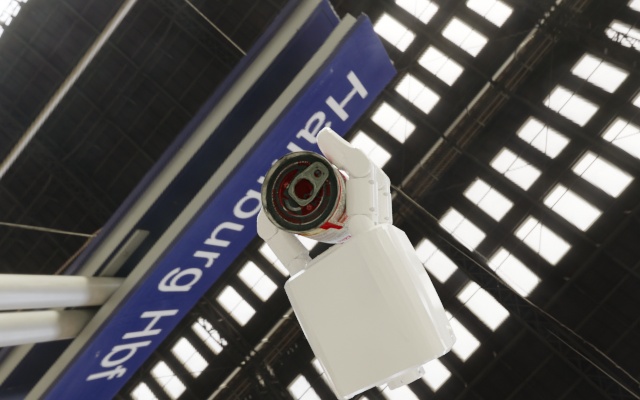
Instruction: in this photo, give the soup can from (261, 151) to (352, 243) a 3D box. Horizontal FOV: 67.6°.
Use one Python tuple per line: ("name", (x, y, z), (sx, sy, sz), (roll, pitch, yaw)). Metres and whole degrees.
("soup can", (0.000, 0.001, 0.428), (0.068, 0.068, 0.102), (0, -10, 20))
